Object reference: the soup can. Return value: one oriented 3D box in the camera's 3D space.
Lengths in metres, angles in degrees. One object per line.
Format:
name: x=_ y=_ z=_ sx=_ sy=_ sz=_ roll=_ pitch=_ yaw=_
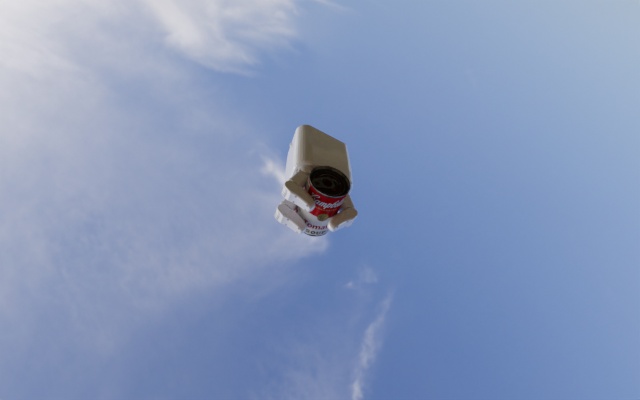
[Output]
soup can: x=0.000 y=0.003 z=0.780 sx=0.068 sy=0.068 sz=0.102 roll=0 pitch=-41 yaw=-23
